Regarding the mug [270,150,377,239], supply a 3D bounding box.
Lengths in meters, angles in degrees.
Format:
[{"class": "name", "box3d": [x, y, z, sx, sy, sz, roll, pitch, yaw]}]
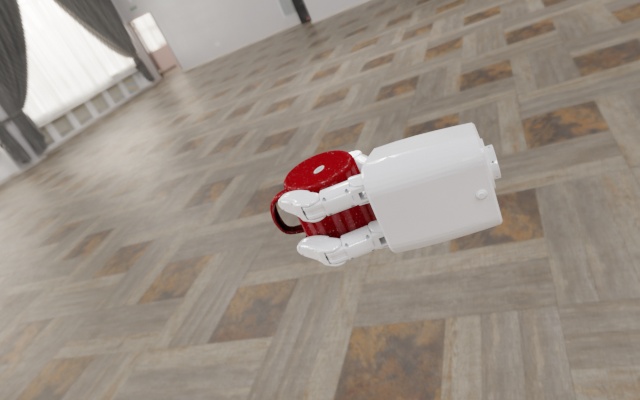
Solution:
[{"class": "mug", "box3d": [-0.001, 0.002, 0.526, 0.117, 0.081, 0.093, -17, 27, 16]}]
